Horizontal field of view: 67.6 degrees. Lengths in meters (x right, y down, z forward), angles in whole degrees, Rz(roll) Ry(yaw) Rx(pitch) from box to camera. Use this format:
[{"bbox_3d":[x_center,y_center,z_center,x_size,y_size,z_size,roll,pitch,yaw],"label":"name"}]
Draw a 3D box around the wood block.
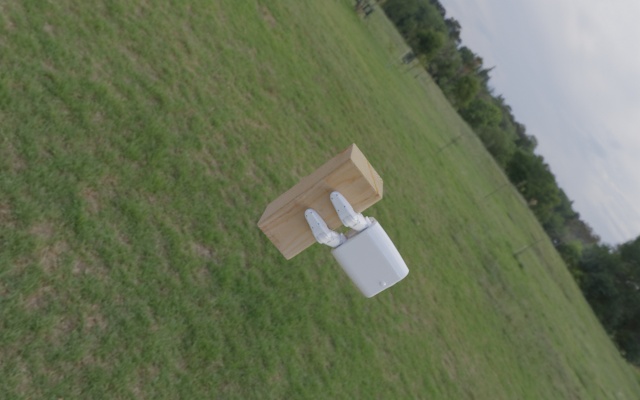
[{"bbox_3d":[0.001,0.003,0.845,0.206,0.090,0.090,-35,14,20],"label":"wood block"}]
